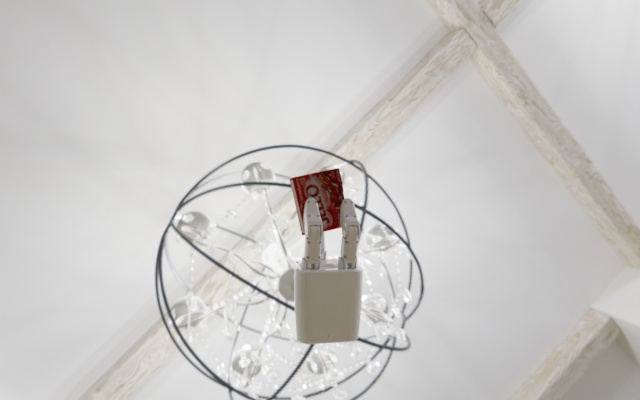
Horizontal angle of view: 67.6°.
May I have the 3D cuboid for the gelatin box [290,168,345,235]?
[{"bbox_3d":[0.000,0.002,0.711,0.073,0.089,0.030,-13,1,-14],"label":"gelatin box"}]
